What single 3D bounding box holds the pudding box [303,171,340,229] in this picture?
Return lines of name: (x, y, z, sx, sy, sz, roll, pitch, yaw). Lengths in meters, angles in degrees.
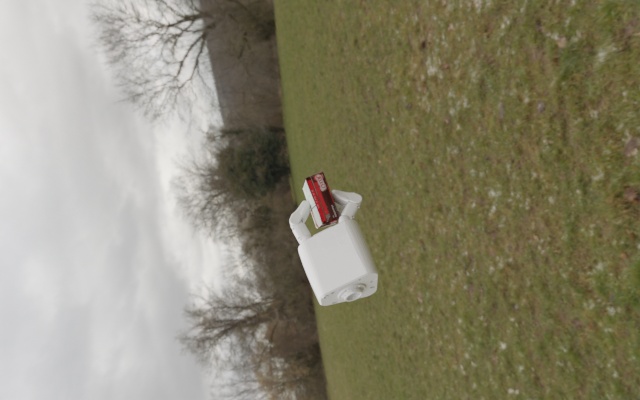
pudding box: (0.000, 0.003, 0.876, 0.039, 0.090, 0.113, -19, -6, -9)
